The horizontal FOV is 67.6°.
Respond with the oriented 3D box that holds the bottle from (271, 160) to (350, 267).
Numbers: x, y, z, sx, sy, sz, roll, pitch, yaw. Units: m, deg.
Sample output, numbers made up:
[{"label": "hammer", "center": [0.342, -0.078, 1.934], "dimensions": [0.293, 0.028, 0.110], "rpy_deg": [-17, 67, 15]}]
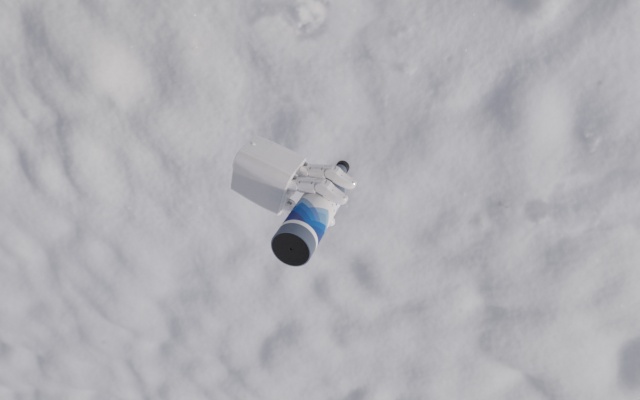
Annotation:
[{"label": "bottle", "center": [0.000, 0.003, 0.850], "dimensions": [0.069, 0.069, 0.295], "rpy_deg": [0, 29, 21]}]
